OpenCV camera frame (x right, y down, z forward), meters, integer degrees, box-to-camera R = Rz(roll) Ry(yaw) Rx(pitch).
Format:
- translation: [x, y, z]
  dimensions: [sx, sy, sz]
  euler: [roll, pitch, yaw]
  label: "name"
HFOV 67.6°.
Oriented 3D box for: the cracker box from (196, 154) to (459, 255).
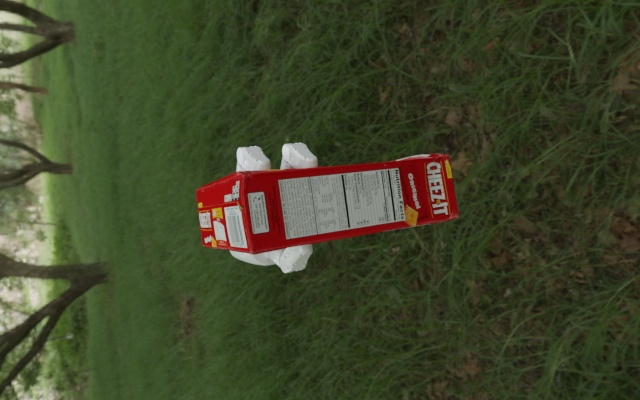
- translation: [0.000, 0.002, 0.482]
  dimensions: [0.213, 0.072, 0.164]
  euler: [-8, 0, -27]
  label: "cracker box"
